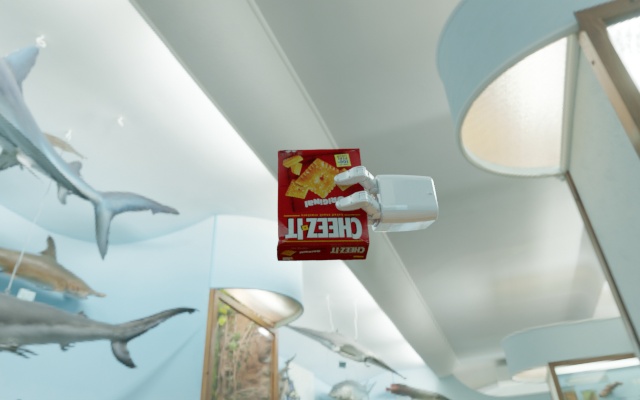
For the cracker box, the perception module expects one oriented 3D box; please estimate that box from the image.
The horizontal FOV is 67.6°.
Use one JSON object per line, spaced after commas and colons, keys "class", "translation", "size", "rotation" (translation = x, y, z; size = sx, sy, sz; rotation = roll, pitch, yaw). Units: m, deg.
{"class": "cracker box", "translation": [0.000, 0.003, 0.897], "size": [0.164, 0.213, 0.072], "rotation": [-1, -33, -3]}
